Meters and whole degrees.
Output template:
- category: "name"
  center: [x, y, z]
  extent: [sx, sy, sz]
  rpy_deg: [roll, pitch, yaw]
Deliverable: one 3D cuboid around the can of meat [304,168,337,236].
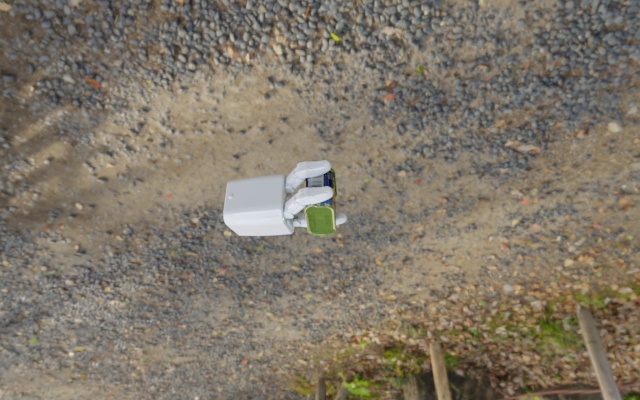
- category: "can of meat"
  center: [0.000, 0.003, 0.848]
  extent: [0.057, 0.084, 0.102]
  rpy_deg: [-2, -35, 4]
